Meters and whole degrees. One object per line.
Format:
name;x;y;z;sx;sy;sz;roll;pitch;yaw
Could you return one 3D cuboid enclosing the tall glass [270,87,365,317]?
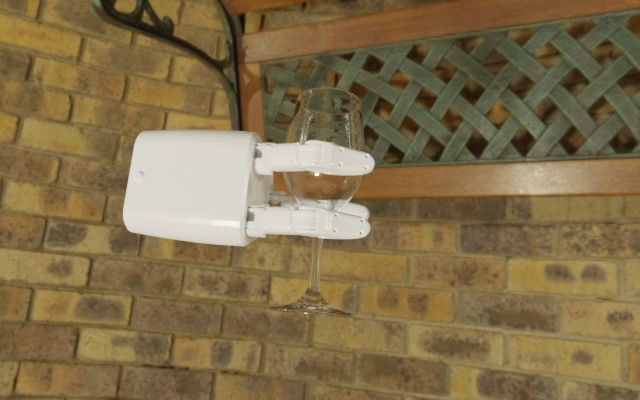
tall glass;0.000;0.002;0.440;0.079;0.201;0.079;5;-11;1
